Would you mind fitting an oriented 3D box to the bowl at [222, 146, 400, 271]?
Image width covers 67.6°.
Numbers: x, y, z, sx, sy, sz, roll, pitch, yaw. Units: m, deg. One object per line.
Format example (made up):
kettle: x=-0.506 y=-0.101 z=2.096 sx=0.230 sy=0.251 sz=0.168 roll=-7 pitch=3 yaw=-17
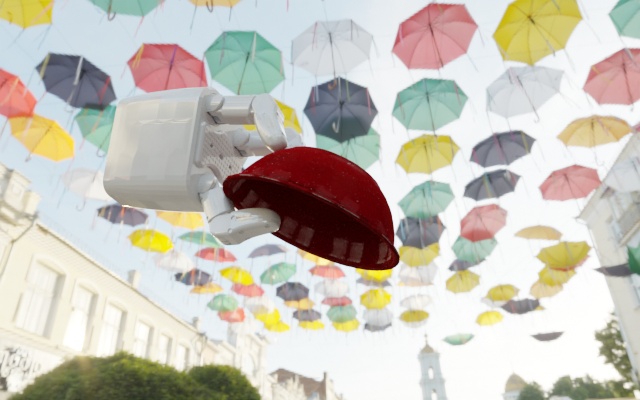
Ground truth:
bowl: x=0.001 y=0.001 z=0.412 sx=0.162 sy=0.055 sz=0.162 roll=22 pitch=-20 yaw=8
